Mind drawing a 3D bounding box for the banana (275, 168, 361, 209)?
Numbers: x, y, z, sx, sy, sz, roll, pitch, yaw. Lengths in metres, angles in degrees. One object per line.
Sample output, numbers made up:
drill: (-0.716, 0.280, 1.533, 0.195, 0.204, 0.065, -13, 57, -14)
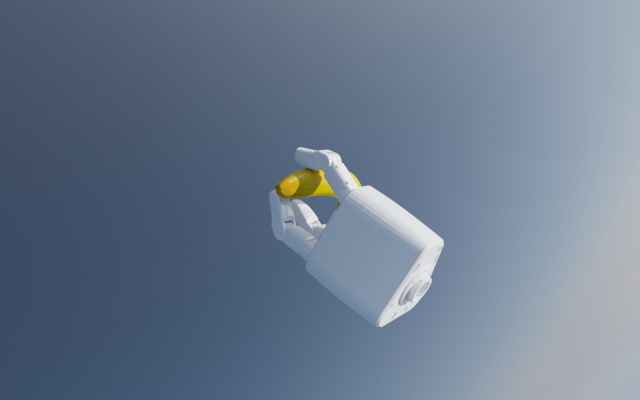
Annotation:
banana: (0.013, -0.012, 0.617, 0.037, 0.069, 0.198, 39, 5, 27)
